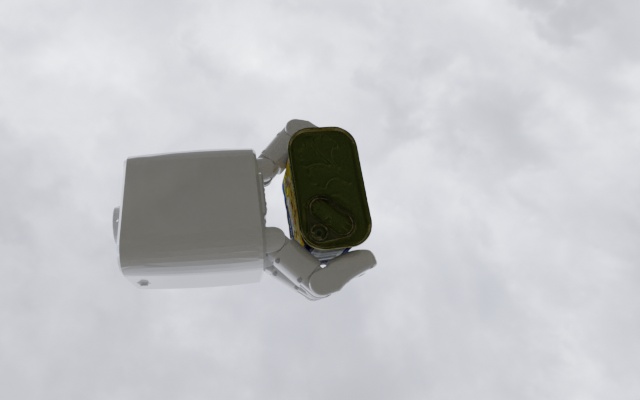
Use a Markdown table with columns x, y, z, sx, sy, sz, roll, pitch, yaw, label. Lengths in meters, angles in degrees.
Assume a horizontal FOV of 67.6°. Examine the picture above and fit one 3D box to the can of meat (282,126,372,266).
| x | y | z | sx | sy | sz | roll | pitch | yaw | label |
| --- | --- | --- | --- | --- | --- | --- | --- | --- | --- |
| 0.000 | 0.001 | 0.411 | 0.057 | 0.102 | 0.084 | -6 | -18 | -12 | can of meat |
